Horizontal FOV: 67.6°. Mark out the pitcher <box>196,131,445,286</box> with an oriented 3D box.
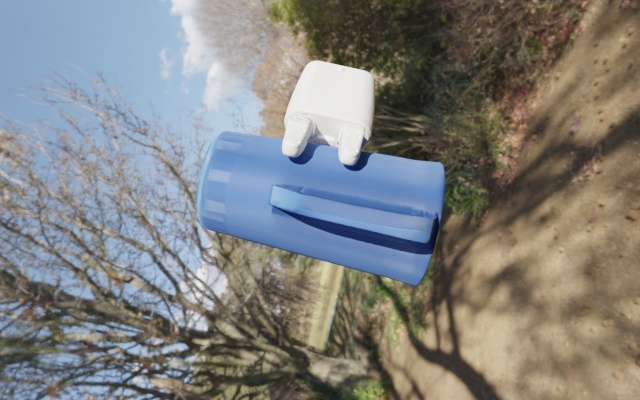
[{"bbox_3d":[0.000,0.002,0.498,0.243,0.145,0.149,12,-40,1],"label":"pitcher"}]
